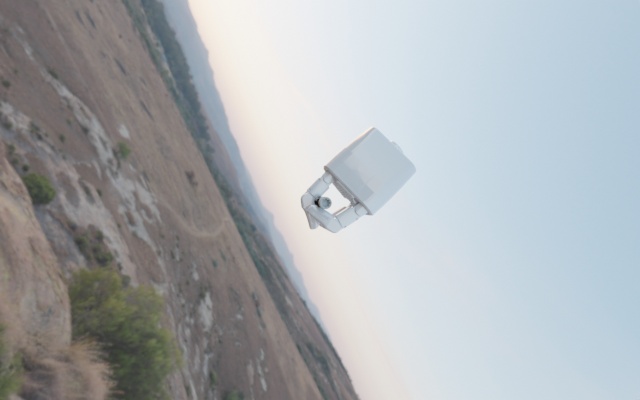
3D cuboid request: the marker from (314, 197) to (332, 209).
[{"bbox_3d":[0.000,0.003,0.769,0.020,0.020,0.121,0,1,-7],"label":"marker"}]
